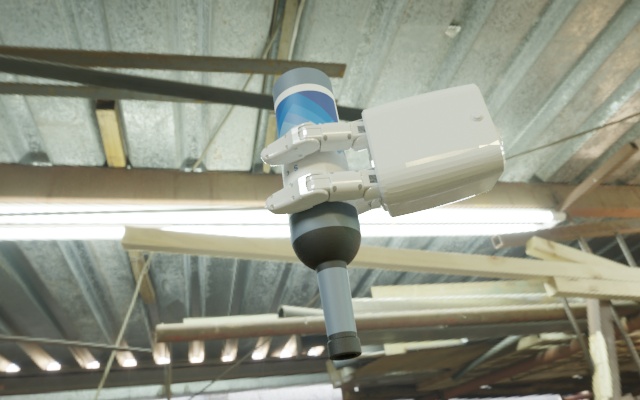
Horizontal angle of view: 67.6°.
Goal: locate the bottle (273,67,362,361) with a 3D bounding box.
[{"bbox_3d":[0.000,0.001,0.462,0.069,0.295,0.069,-7,-30,-4],"label":"bottle"}]
